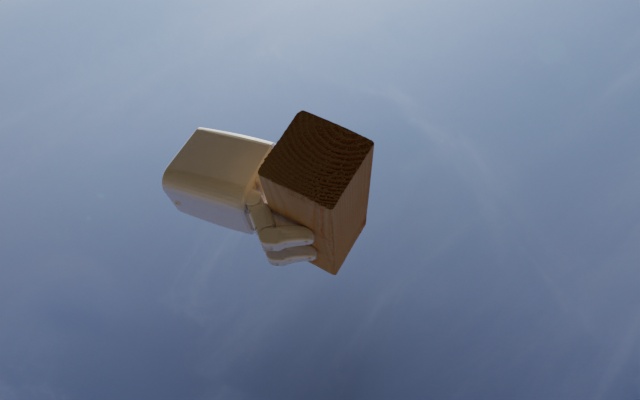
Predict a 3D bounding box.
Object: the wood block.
[{"bbox_3d":[0.000,0.001,0.567,0.090,0.090,0.206,26,-22,14],"label":"wood block"}]
